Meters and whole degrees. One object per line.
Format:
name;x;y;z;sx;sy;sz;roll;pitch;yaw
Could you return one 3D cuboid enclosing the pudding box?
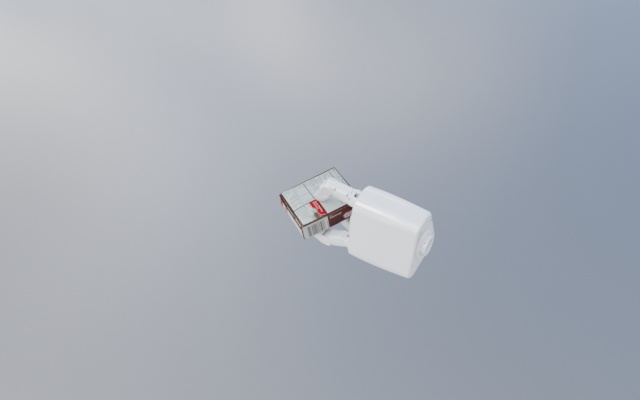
pudding box;0.000;0.003;0.806;0.113;0.039;0.090;-25;49;-14
